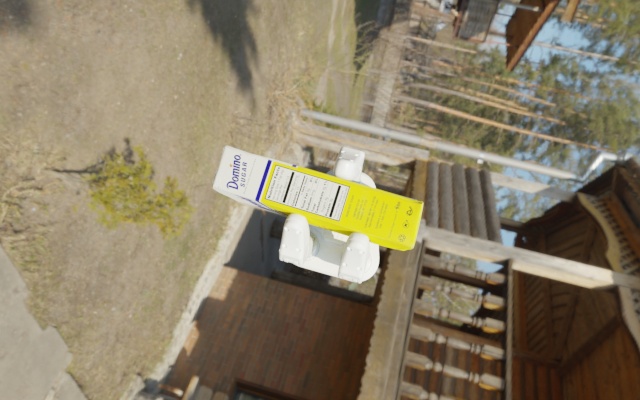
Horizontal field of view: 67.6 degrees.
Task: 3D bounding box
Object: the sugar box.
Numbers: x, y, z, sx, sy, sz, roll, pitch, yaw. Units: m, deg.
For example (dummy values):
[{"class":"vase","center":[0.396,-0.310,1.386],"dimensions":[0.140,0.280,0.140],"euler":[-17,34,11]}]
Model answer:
[{"class":"sugar box","center":[0.000,0.002,0.435],"dimensions":[0.176,0.048,0.093],"euler":[14,-6,7]}]
